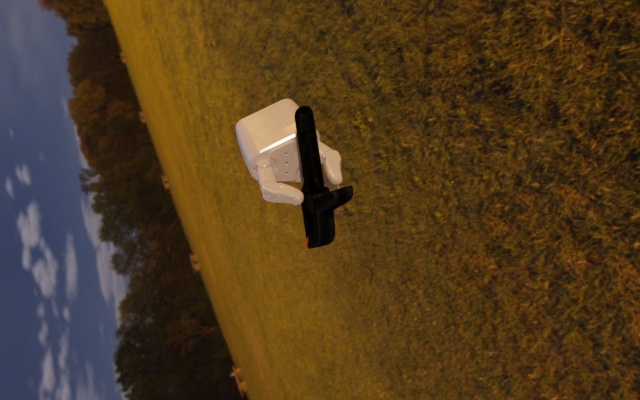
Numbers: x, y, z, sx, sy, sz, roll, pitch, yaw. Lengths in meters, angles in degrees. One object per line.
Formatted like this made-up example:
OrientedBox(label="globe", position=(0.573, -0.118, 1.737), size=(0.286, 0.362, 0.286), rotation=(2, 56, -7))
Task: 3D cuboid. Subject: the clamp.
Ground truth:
OrientedBox(label="clamp", position=(-0.001, 0.003, 0.640), size=(0.036, 0.210, 0.164), rotation=(-12, 43, -14))
